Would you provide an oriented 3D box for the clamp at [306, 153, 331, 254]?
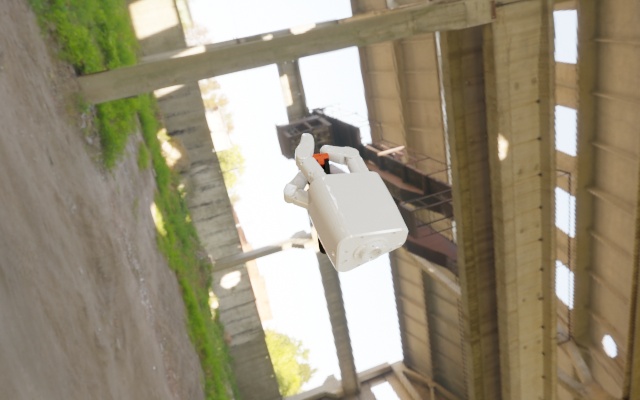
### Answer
[{"bbox_3d":[0.001,0.002,0.765,0.039,0.120,0.172,-16,-36,-12],"label":"clamp"}]
